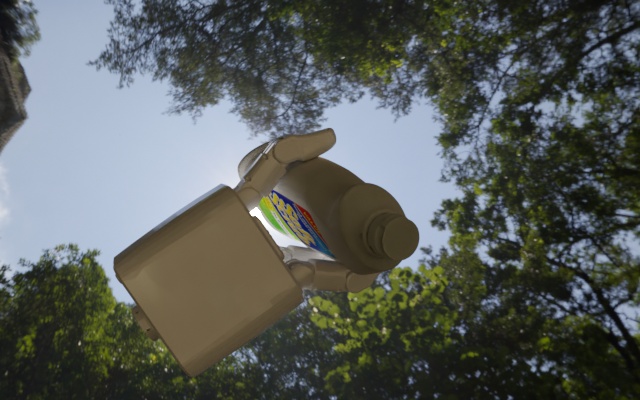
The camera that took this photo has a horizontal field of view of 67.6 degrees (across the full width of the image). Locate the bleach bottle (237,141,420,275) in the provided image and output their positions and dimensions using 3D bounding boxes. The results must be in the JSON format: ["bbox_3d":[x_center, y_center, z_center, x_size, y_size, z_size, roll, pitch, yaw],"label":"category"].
[{"bbox_3d":[0.000,0.001,0.416,0.068,0.102,0.251,-33,18,-15],"label":"bleach bottle"}]
